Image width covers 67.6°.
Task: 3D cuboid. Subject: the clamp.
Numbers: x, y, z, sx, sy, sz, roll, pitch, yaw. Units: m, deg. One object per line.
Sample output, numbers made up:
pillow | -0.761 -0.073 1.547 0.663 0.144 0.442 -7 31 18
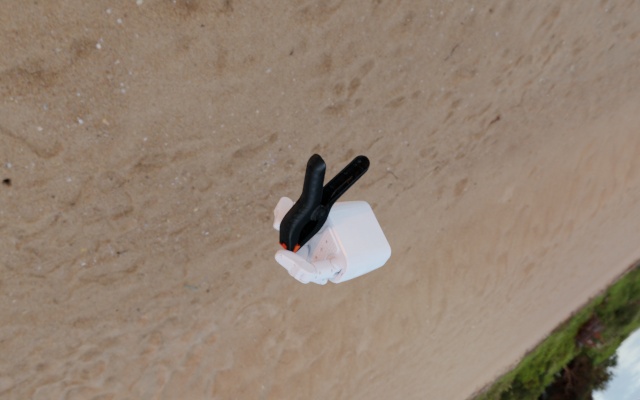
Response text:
clamp | 0.000 0.003 0.652 0.120 0.171 0.039 -8 49 -43
